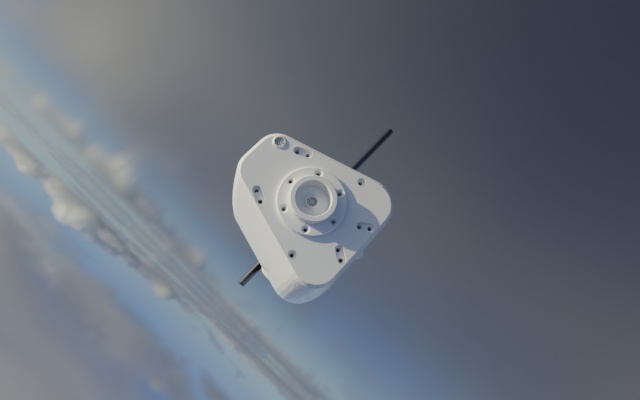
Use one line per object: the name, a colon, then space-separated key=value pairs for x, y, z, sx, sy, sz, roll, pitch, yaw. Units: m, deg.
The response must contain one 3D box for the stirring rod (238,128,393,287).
stirring rod: x=0.000 y=0.002 z=0.514 sx=0.239 sy=0.011 sz=0.011 roll=-46 pitch=17 yaw=-17
